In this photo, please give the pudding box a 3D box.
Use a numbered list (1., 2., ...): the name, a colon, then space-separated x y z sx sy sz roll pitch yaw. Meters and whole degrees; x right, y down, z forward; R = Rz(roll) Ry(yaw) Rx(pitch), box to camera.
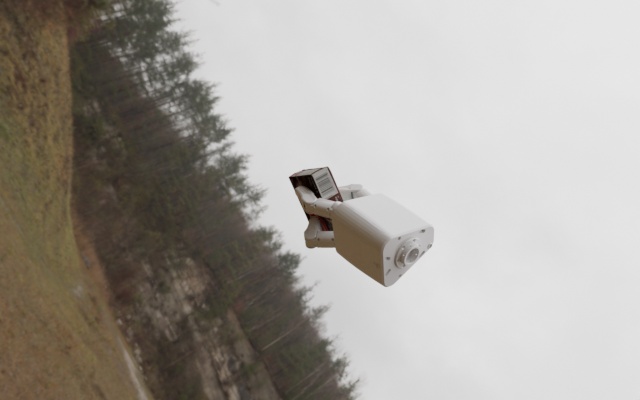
1. pudding box: 0.000 0.003 0.786 0.039 0.113 0.090 -27 12 -26
